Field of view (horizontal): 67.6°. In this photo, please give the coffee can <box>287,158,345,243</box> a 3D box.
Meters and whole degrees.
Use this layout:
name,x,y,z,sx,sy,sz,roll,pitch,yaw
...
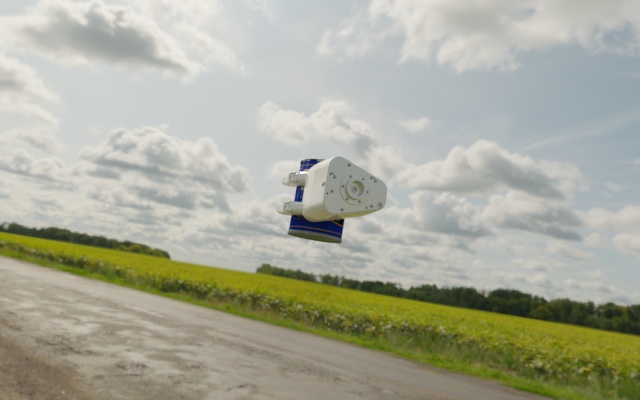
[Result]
name,x,y,z,sx,sy,sz,roll,pitch,yaw
coffee can,0.000,0.003,0.897,0.103,0.140,0.103,9,-9,2
